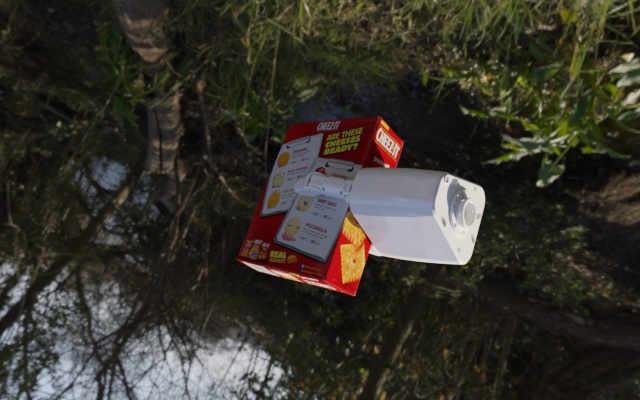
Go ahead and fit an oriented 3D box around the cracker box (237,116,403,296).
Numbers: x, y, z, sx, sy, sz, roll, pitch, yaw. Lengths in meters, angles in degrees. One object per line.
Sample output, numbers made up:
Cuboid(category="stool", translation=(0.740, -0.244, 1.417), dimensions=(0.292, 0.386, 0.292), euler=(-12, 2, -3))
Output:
Cuboid(category="cracker box", translation=(0.000, 0.002, 0.628), dimensions=(0.164, 0.213, 0.072), euler=(4, -23, 43))
